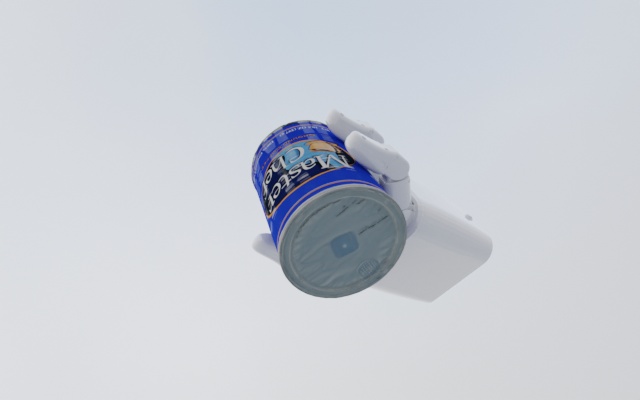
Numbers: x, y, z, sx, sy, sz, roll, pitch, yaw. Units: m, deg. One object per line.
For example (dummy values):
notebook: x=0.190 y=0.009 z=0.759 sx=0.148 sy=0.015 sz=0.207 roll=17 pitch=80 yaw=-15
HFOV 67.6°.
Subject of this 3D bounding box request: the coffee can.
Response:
coffee can: x=0.000 y=0.001 z=0.421 sx=0.103 sy=0.103 sz=0.140 roll=0 pitch=29 yaw=-18
